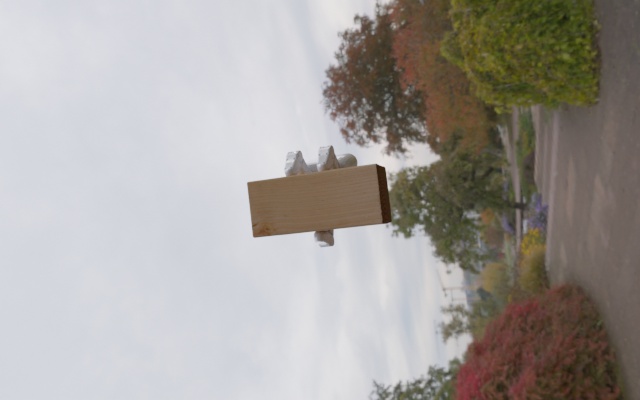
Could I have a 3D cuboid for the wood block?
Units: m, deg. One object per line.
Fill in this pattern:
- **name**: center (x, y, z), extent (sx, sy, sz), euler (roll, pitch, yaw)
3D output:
- **wood block**: center (0.000, 0.003, 0.756), extent (0.206, 0.091, 0.090), euler (-7, -2, 17)
